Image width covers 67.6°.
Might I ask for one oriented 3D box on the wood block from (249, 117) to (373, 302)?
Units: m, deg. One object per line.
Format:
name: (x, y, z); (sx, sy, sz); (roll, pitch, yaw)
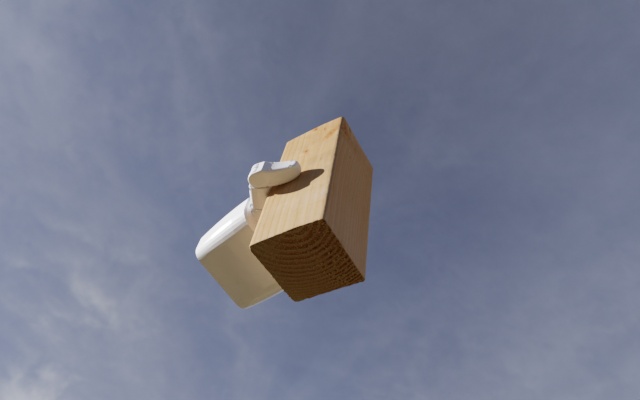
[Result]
wood block: (0.000, 0.002, 0.555); (0.090, 0.091, 0.206); (-22, 31, 23)
